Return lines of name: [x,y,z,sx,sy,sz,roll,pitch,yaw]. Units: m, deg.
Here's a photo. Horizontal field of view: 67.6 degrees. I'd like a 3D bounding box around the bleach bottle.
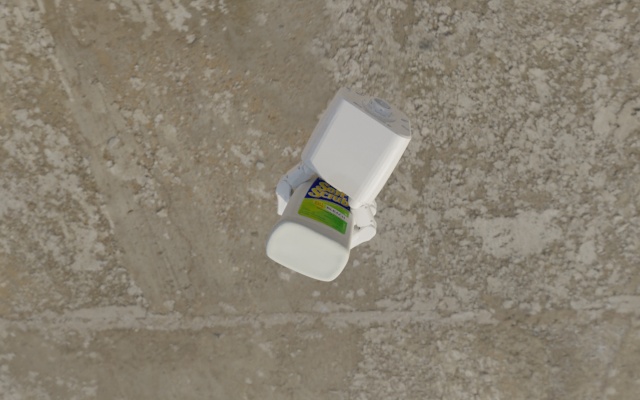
bleach bottle: [0.000,0.002,0.673,0.102,0.068,0.250,26,30,-7]
